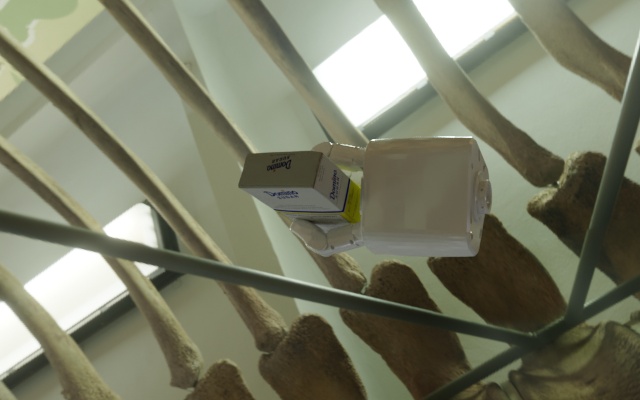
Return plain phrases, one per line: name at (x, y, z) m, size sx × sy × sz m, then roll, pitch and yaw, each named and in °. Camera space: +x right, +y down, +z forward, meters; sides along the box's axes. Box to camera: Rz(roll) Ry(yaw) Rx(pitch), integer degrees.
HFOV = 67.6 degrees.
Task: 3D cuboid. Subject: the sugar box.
sugar box at (0.000, 0.001, 0.531) m, size 0.093 × 0.048 × 0.176 m, roll 1°, pitch -23°, yaw 30°
